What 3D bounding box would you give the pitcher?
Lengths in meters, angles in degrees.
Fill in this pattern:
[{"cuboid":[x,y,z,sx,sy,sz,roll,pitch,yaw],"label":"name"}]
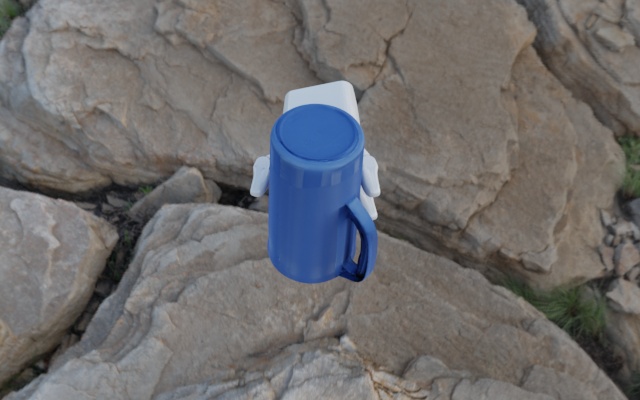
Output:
[{"cuboid":[0.000,0.002,0.626,0.149,0.145,0.243,0,-38,-3],"label":"pitcher"}]
